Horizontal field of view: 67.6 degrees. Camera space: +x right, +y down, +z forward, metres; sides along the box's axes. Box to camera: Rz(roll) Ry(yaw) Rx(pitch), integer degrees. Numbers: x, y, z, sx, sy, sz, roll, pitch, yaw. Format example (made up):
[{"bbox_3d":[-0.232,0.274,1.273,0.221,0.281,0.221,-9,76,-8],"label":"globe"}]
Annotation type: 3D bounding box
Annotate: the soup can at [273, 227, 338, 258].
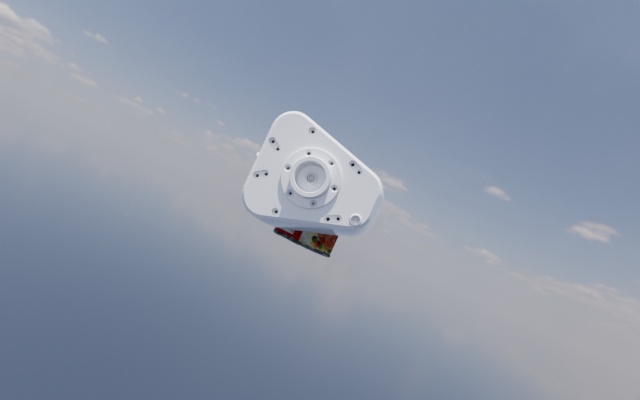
[{"bbox_3d":[0.000,0.002,0.520,0.068,0.102,0.068,24,-3,1],"label":"soup can"}]
